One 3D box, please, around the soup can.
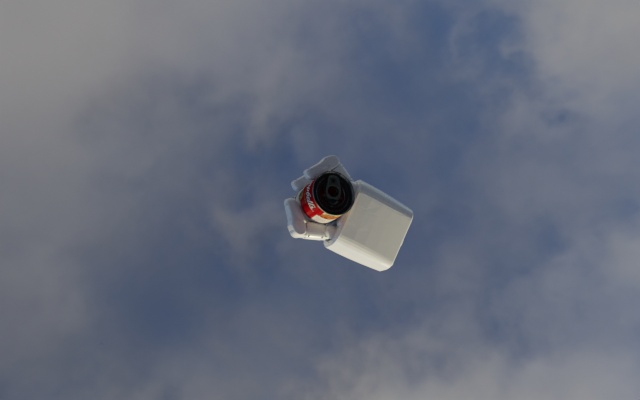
[{"bbox_3d":[0.000,0.002,0.735,0.068,0.068,0.102,0,-15,-24],"label":"soup can"}]
